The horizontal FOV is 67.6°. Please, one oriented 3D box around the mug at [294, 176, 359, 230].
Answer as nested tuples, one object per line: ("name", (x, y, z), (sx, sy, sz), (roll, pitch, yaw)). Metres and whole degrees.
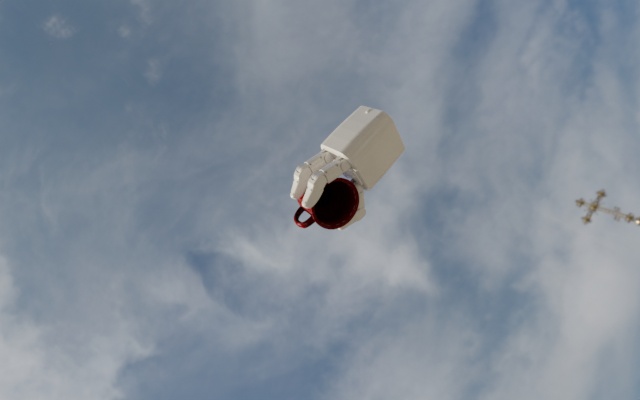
("mug", (-0.001, 0.004, 0.845), (0.093, 0.117, 0.081), (49, -8, -32))
